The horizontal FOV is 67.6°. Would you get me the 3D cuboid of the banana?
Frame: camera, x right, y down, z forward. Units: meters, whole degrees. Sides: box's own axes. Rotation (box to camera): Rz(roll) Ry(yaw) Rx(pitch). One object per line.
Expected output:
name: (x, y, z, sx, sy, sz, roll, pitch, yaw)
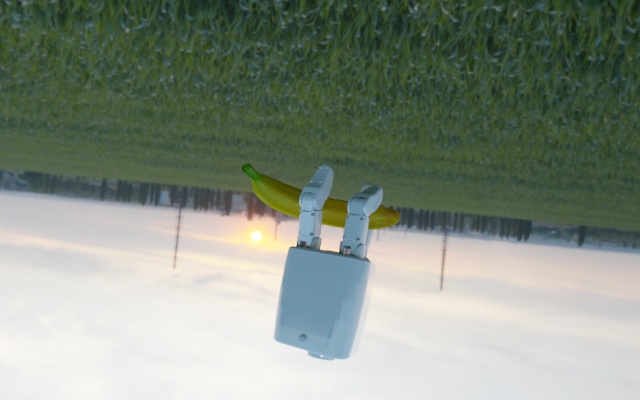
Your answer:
banana: (-0.002, 0.006, 0.589, 0.198, 0.037, 0.070, 16, -16, 7)
